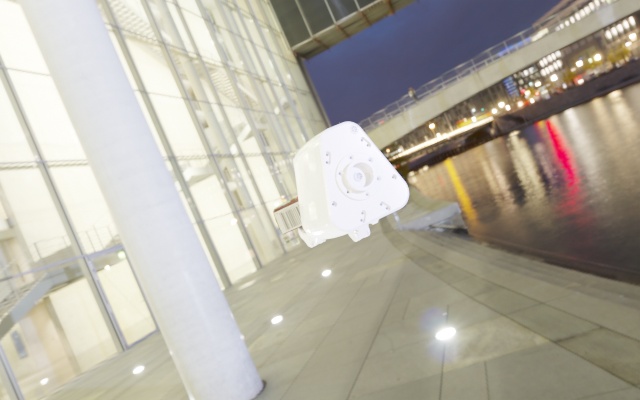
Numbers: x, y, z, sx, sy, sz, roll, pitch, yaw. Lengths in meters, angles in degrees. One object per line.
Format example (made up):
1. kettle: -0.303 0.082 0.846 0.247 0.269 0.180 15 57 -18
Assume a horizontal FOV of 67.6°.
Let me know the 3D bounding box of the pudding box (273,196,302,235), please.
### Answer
1. pudding box: 0.000 0.002 0.651 0.113 0.039 0.090 -23 1 12
